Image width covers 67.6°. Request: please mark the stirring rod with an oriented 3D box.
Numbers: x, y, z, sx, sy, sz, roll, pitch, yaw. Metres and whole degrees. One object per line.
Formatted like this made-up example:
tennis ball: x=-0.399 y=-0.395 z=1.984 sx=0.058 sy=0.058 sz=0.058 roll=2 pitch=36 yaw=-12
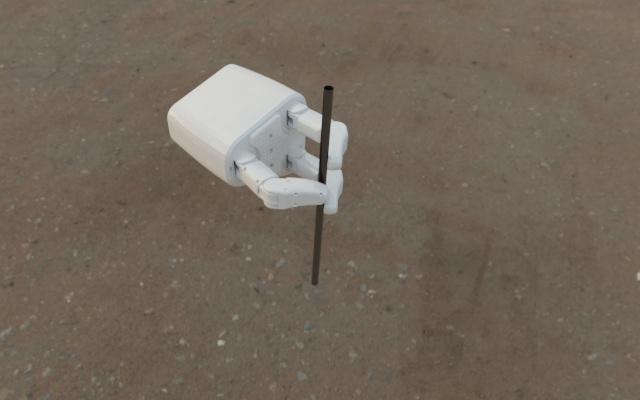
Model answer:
stirring rod: x=0.000 y=0.002 z=0.458 sx=0.011 sy=0.240 sz=0.011 roll=2 pitch=41 yaw=-2
